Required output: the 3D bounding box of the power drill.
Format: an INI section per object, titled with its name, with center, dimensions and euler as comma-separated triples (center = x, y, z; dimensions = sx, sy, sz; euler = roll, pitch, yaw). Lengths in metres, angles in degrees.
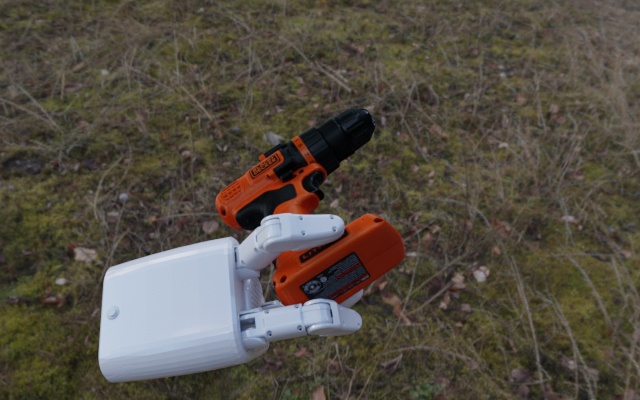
[power drill]
center = 0.000, 0.002, 0.437
dimensions = 0.184, 0.057, 0.187
euler = -35, 38, 2
